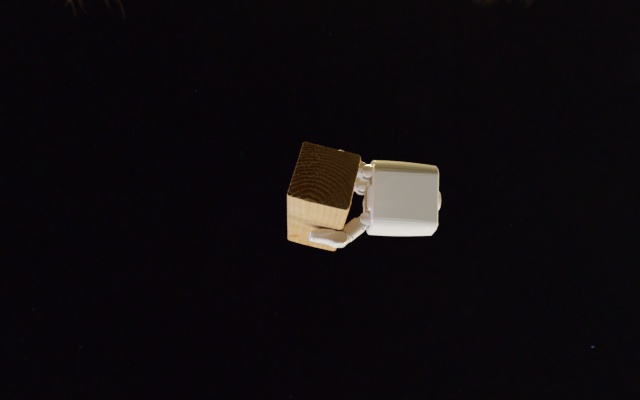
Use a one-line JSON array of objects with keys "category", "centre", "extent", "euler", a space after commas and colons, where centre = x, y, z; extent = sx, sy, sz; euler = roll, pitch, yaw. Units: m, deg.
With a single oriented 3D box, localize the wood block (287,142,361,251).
[{"category": "wood block", "centre": [0.000, 0.003, 0.767], "extent": [0.090, 0.090, 0.206], "euler": [14, -22, 2]}]
